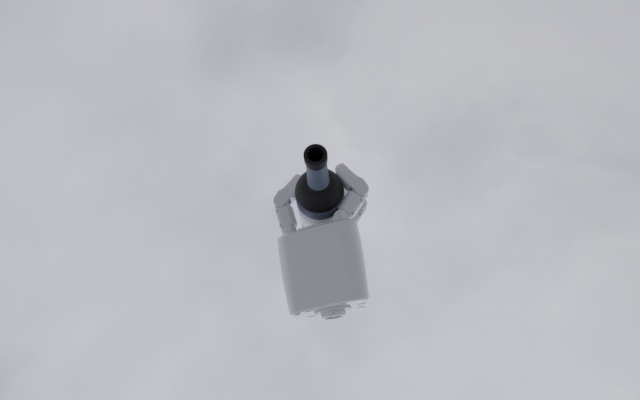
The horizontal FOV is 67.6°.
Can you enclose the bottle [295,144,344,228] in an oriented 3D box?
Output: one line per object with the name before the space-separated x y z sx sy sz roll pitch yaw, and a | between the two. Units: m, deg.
bottle | 0.000 0.002 0.673 0.069 0.069 0.296 0 -22 2
